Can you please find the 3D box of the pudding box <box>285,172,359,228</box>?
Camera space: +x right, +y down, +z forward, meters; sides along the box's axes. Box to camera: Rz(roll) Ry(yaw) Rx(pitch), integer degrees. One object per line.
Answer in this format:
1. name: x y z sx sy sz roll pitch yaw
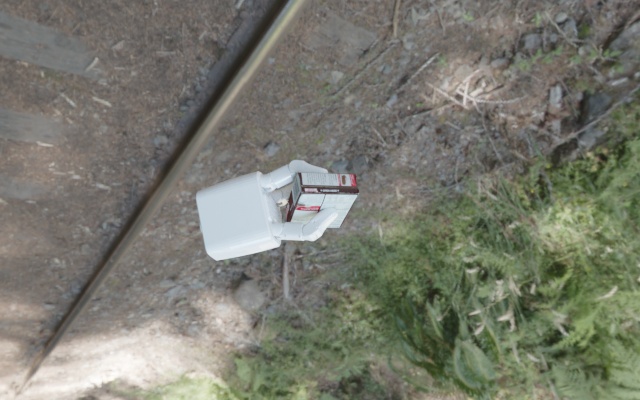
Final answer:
1. pudding box: 0.000 0.003 0.725 0.090 0.039 0.113 0 -29 -15
